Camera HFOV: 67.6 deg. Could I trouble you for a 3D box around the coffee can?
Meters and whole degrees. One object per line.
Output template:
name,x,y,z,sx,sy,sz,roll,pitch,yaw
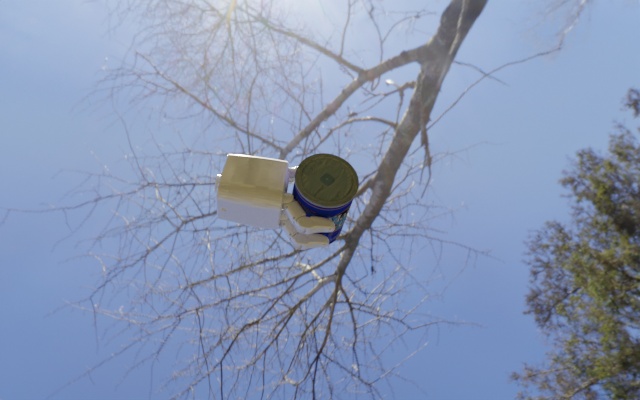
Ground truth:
coffee can,0.000,0.003,0.811,0.103,0.102,0.140,0,-32,-10
